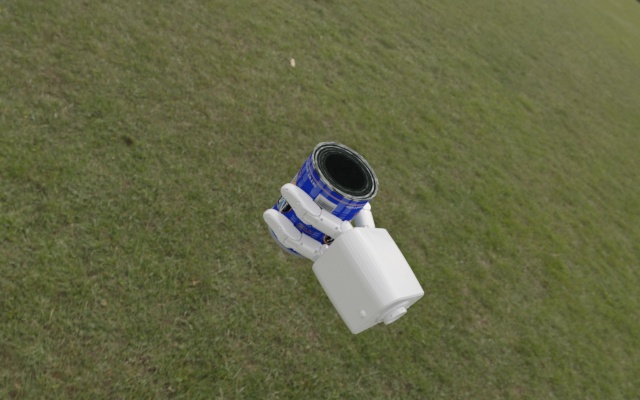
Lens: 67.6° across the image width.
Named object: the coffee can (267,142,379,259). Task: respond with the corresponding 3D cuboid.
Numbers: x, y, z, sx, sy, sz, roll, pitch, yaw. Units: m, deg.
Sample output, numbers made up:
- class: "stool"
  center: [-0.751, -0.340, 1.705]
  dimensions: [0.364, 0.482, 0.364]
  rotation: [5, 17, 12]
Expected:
- class: "coffee can"
  center: [0.000, 0.002, 0.673]
  dimensions: [0.103, 0.102, 0.140]
  rotation: [0, -38, -38]
